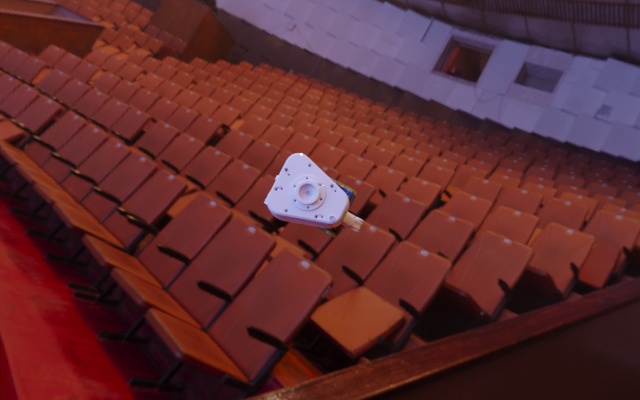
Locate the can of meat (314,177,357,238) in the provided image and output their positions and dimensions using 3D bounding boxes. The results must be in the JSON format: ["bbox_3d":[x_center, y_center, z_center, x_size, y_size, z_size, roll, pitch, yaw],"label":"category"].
[{"bbox_3d":[0.000,0.002,0.808,0.102,0.084,0.057,27,-4,6],"label":"can of meat"}]
